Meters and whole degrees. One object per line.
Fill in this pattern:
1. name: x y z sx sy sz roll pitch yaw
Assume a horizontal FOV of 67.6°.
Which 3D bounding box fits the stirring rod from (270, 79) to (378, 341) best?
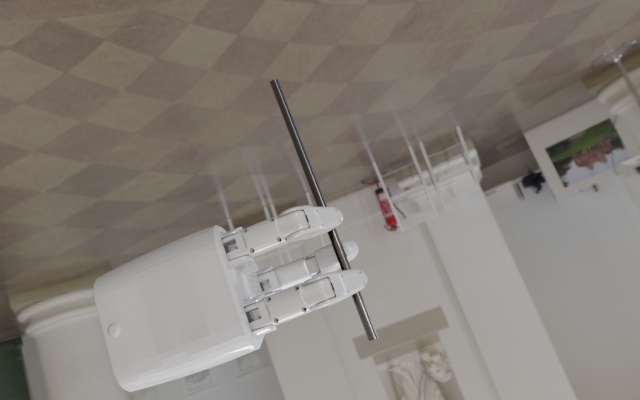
1. stirring rod: 0.000 0.001 0.407 0.011 0.239 0.011 -20 -13 -5
